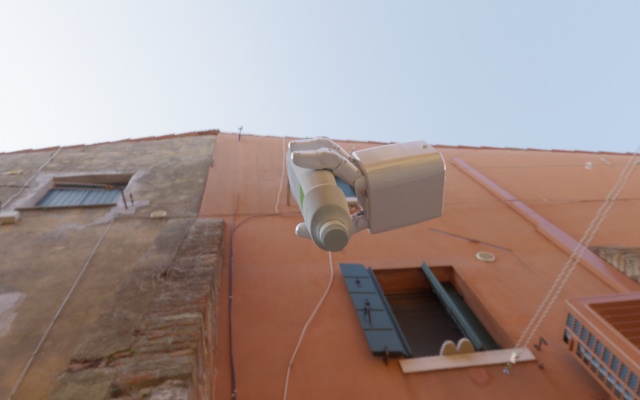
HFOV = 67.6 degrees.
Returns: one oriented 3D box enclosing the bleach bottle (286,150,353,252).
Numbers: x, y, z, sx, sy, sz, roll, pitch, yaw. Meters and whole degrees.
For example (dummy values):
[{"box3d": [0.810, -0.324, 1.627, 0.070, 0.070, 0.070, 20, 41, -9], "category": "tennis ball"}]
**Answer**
[{"box3d": [0.000, 0.002, 0.630, 0.068, 0.103, 0.250, -13, 24, -3], "category": "bleach bottle"}]
